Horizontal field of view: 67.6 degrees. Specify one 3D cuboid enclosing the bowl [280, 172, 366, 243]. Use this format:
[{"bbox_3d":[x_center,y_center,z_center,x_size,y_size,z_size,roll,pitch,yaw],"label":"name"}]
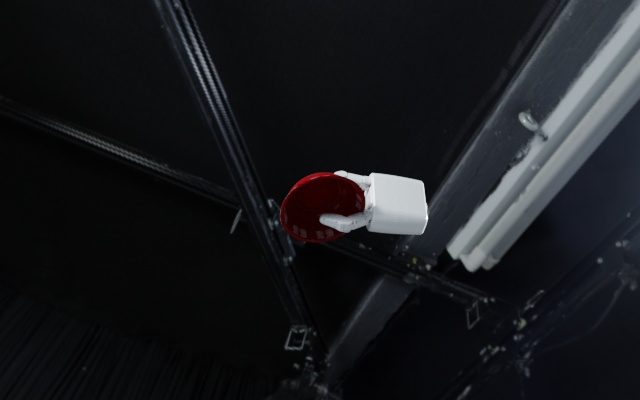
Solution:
[{"bbox_3d":[-0.001,0.002,0.892,0.162,0.162,0.055,0,39,-17],"label":"bowl"}]
